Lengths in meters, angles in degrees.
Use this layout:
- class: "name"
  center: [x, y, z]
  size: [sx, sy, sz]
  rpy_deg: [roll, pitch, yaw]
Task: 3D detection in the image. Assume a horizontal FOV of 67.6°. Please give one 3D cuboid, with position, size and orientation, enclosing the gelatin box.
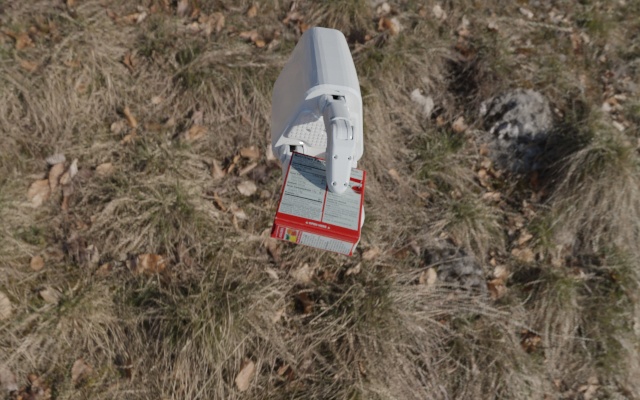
- class: "gelatin box"
  center: [0.000, 0.001, 0.429]
  size: [0.073, 0.089, 0.030]
  rpy_deg: [14, -44, -4]
